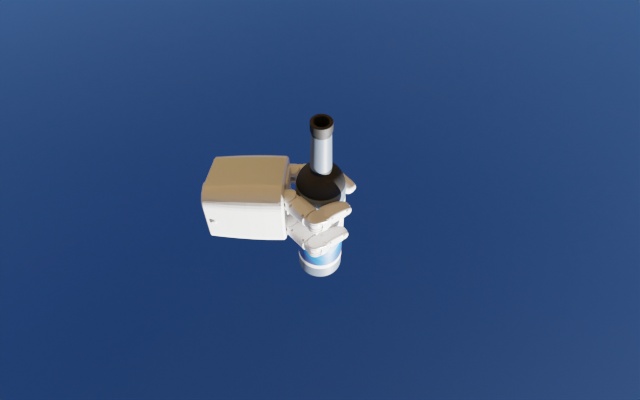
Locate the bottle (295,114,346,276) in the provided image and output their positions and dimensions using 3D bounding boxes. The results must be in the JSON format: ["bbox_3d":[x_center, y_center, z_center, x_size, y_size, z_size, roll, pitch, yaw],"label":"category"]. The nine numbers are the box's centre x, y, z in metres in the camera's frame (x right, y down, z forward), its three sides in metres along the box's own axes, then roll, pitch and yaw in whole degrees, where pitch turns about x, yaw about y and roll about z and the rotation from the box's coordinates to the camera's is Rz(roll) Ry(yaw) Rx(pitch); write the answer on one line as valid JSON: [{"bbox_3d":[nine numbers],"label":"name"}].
[{"bbox_3d":[0.000,0.002,0.655,0.069,0.069,0.296,0,-38,-1],"label":"bottle"}]
